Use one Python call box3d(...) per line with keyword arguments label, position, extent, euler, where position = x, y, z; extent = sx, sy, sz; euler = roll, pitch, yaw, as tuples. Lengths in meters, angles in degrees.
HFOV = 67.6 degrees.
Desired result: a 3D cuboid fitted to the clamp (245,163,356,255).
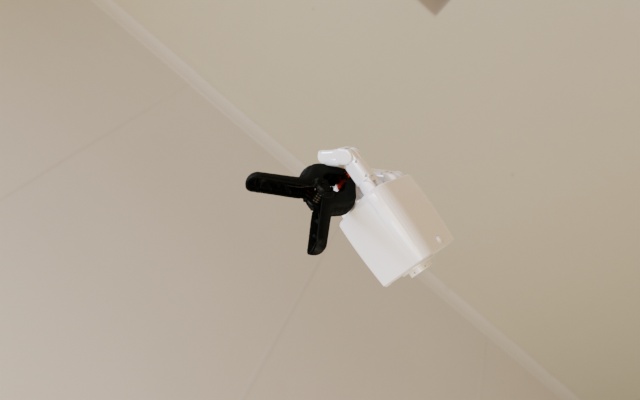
box3d(label="clamp", position=(0.000, 0.002, 0.587), extent=(0.171, 0.120, 0.039), euler=(-18, -21, -48))
